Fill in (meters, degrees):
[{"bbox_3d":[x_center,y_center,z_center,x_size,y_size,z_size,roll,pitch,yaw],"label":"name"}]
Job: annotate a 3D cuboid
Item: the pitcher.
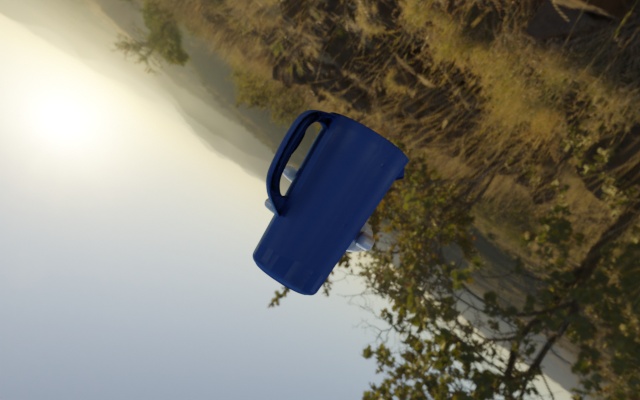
[{"bbox_3d":[0.000,0.002,0.675,0.149,0.243,0.145,32,-1,16],"label":"pitcher"}]
